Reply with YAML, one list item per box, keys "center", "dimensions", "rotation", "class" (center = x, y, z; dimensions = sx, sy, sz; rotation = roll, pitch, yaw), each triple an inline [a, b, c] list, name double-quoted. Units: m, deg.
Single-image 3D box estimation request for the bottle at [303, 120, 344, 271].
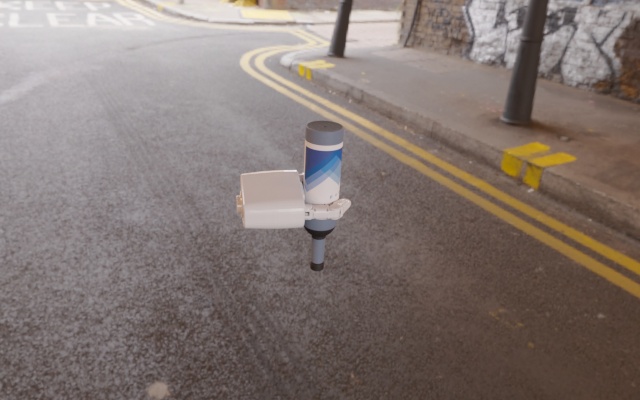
- center: [0.000, 0.003, 0.890]
  dimensions: [0.069, 0.296, 0.069]
  rotation: [3, 26, -1]
  class: "bottle"
